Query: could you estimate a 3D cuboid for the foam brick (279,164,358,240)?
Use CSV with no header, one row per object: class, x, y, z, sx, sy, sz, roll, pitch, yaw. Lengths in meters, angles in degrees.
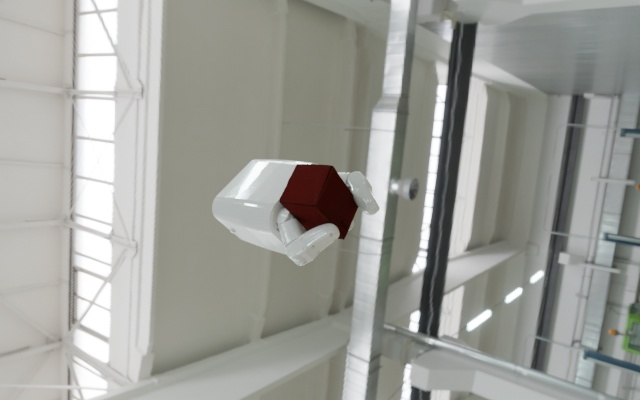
foam brick,0.000,0.002,0.539,0.051,0.053,0.078,8,-28,35
